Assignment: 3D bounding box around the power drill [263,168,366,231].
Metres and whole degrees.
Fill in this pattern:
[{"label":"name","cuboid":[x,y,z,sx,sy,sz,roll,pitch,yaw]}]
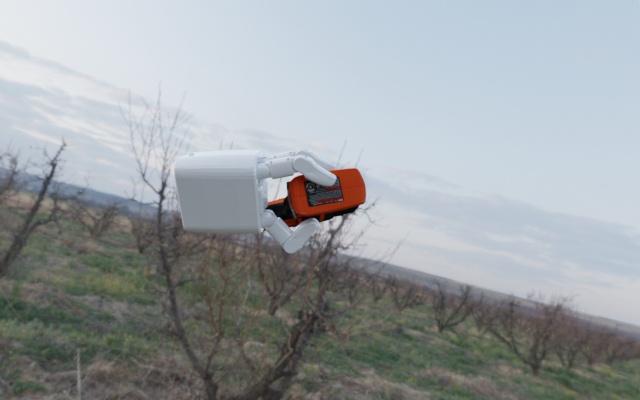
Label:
[{"label":"power drill","cuboid":[0.000,0.002,0.720,0.184,0.057,0.188,-12,-8,-19]}]
